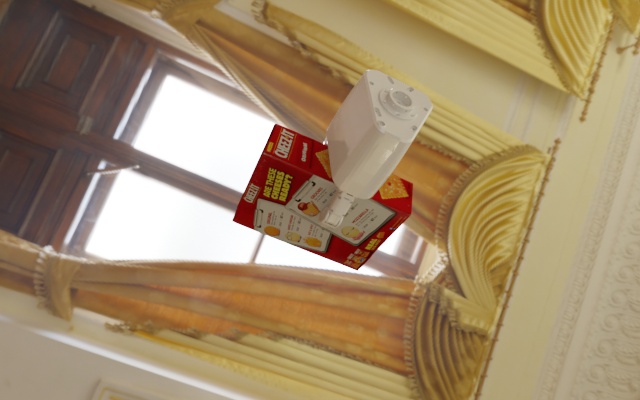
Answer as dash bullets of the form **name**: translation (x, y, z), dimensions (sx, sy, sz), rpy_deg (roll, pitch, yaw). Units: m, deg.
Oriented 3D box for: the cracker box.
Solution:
- **cracker box**: translation (0.000, 0.002, 0.691), dimensions (0.214, 0.072, 0.164), rpy_deg (23, -42, -10)
